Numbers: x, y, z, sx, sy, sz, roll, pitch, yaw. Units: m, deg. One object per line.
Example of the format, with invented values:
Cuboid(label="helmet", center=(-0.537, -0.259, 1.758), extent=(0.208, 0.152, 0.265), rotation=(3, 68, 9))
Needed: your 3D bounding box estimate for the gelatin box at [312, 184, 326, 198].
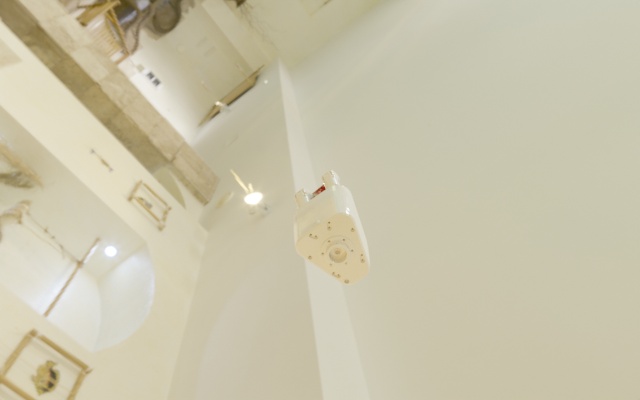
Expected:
Cuboid(label="gelatin box", center=(0.000, 0.003, 0.828), extent=(0.073, 0.030, 0.089), rotation=(-38, 13, -2))
